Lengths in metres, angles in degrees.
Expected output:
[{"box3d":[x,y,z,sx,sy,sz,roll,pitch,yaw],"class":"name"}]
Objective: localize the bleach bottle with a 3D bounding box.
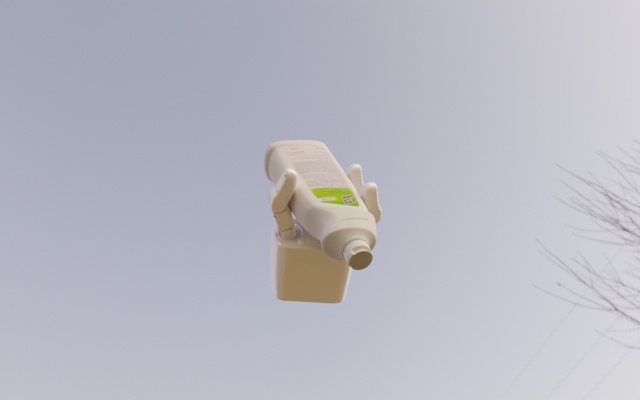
[{"box3d":[0.000,0.002,0.631,0.102,0.068,0.250,-5,34,-17],"class":"bleach bottle"}]
